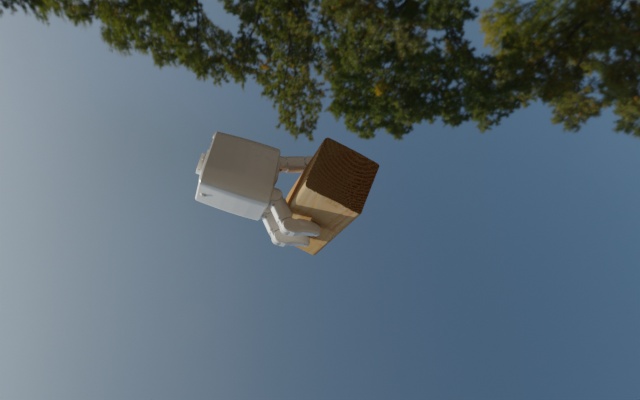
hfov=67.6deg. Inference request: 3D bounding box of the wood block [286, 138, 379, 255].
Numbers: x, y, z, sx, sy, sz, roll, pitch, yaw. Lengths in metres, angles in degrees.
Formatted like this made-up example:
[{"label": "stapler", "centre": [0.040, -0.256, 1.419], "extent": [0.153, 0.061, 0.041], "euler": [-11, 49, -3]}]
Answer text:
[{"label": "wood block", "centre": [0.000, 0.002, 0.749], "extent": [0.090, 0.090, 0.206], "euler": [27, -28, -7]}]
